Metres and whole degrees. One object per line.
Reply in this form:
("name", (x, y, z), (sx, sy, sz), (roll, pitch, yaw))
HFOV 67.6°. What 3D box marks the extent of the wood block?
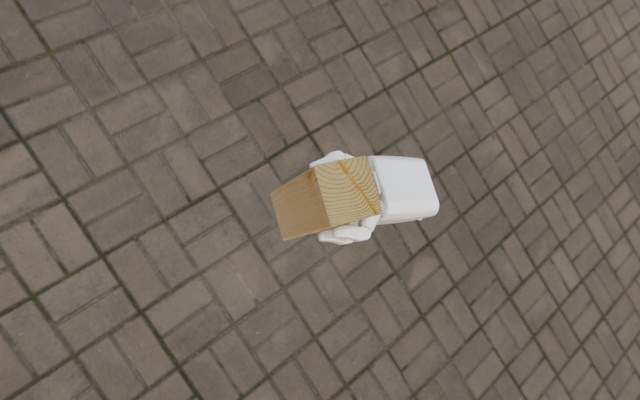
("wood block", (0.000, 0.002, 0.764), (0.090, 0.091, 0.206), (-13, -5, -25))
